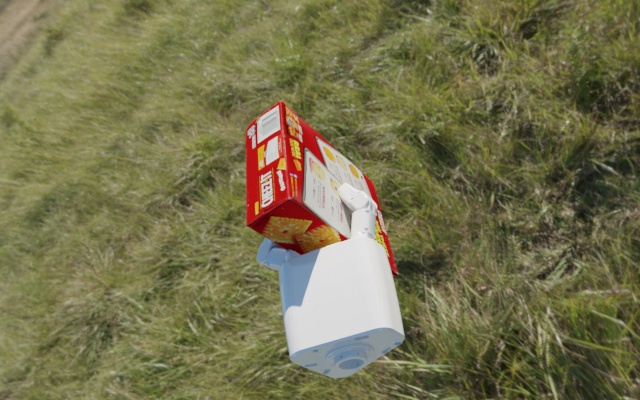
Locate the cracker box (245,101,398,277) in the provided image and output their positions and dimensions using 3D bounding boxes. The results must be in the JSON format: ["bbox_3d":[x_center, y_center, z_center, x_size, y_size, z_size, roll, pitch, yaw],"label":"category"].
[{"bbox_3d":[0.000,0.002,0.605,0.072,0.164,0.214,-31,-45,24],"label":"cracker box"}]
